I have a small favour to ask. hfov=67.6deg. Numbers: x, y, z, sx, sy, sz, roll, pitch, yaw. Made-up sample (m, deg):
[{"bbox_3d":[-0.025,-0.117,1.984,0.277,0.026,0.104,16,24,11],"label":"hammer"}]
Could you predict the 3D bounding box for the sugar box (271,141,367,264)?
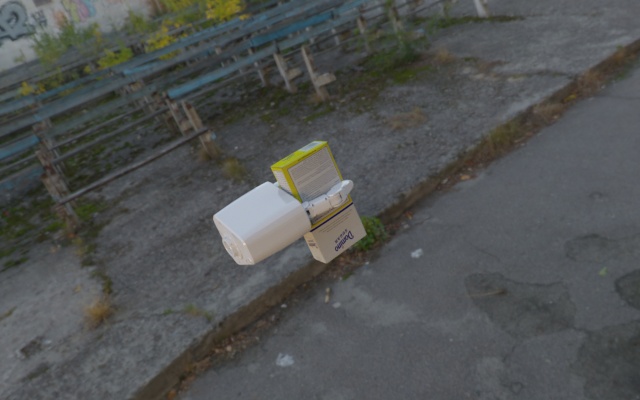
[{"bbox_3d":[0.000,0.002,0.768,0.093,0.176,0.048,-32,23,-24],"label":"sugar box"}]
